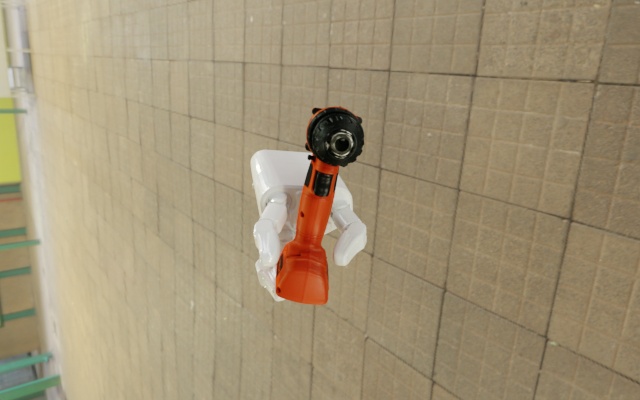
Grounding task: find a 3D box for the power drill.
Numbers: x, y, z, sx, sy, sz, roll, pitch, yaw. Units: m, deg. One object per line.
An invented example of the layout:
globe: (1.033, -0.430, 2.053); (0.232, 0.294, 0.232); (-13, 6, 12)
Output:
power drill: (0.000, 0.002, 0.468); (0.057, 0.188, 0.184); (13, 12, -3)
